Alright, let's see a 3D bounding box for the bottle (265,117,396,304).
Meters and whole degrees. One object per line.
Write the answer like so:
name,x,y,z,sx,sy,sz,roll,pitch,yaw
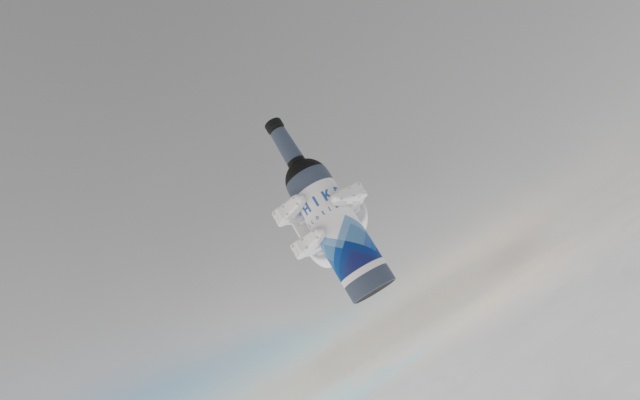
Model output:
bottle,0.000,0.002,0.683,0.069,0.295,0.069,-28,-17,-10
